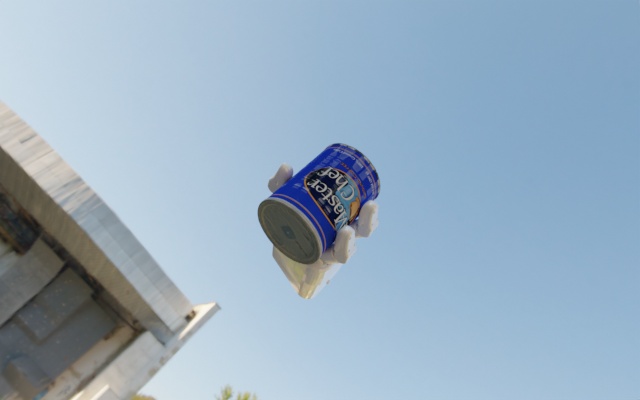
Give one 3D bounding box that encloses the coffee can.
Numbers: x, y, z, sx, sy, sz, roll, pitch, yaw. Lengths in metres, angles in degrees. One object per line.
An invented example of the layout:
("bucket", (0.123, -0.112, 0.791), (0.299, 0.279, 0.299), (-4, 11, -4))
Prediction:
("coffee can", (0.000, 0.002, 0.640), (0.103, 0.103, 0.140), (0, 34, 47))
